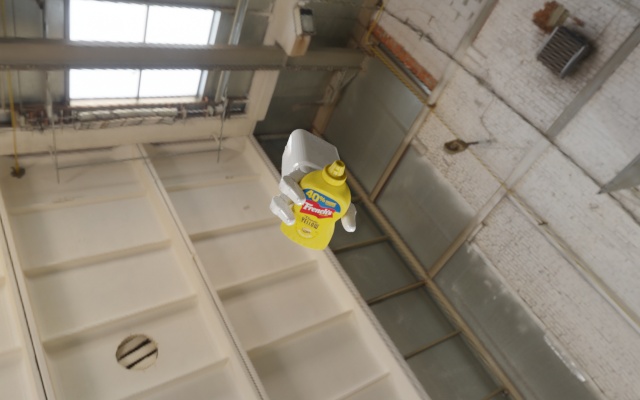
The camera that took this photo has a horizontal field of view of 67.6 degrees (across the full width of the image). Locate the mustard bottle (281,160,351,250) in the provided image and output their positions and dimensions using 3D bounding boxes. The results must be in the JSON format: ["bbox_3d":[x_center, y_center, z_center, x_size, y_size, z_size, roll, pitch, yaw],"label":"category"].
[{"bbox_3d":[0.000,0.003,0.851,0.096,0.192,0.058,27,41,0],"label":"mustard bottle"}]
